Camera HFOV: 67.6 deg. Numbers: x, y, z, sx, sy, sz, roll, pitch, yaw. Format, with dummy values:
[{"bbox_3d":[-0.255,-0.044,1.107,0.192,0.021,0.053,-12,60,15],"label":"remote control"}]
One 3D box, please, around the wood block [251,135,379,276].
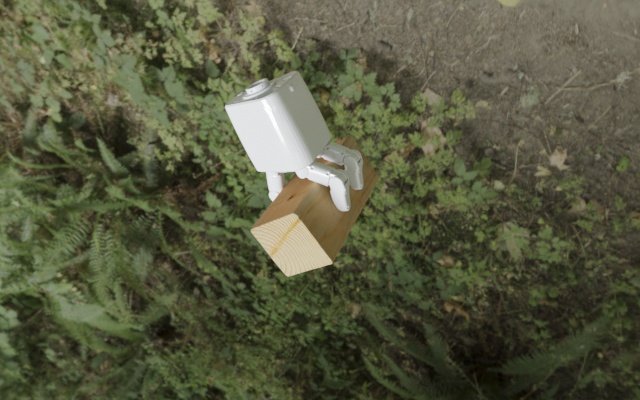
[{"bbox_3d":[0.000,0.002,0.704,0.091,0.090,0.206,-21,23,38],"label":"wood block"}]
